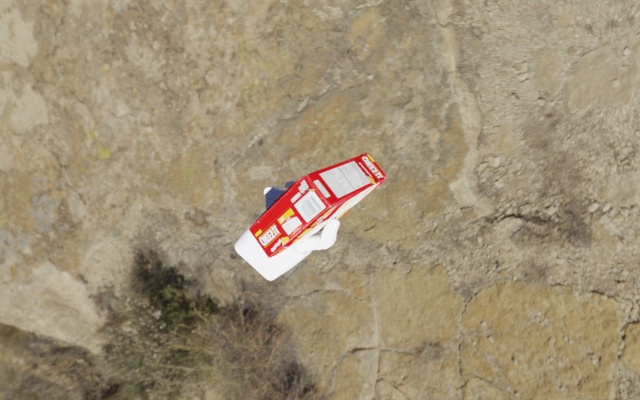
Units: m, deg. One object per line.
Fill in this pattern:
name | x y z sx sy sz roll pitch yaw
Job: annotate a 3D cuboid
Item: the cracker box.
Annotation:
cracker box | 0.000 0.003 0.837 0.164 0.072 0.213 -42 -9 34
